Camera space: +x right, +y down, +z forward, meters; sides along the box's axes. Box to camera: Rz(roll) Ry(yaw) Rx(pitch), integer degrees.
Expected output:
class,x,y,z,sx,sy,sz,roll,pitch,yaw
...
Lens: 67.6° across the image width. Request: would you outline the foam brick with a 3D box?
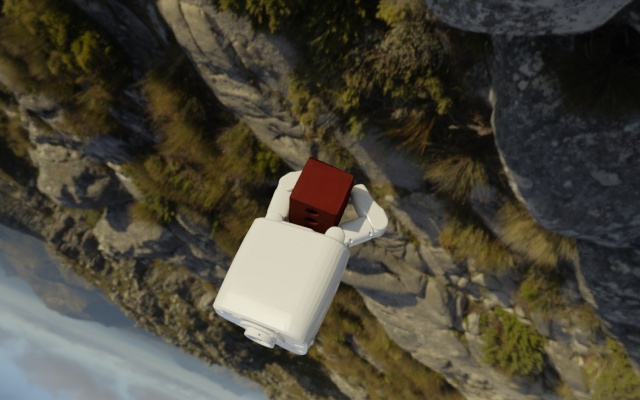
class,x,y,z,sx,sy,sz,roll,pitch,yaw
foam brick,0.000,0.001,0.509,0.053,0.051,0.078,23,-25,8
